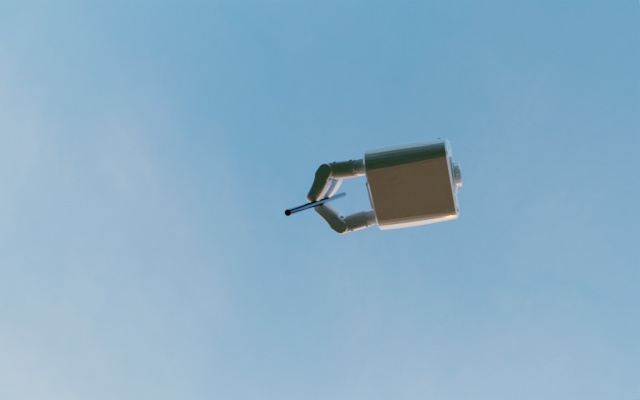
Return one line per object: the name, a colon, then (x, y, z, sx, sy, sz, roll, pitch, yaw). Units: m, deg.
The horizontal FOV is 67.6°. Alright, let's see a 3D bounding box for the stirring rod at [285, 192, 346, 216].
stirring rod: (0.000, 0.002, 0.670, 0.011, 0.011, 0.239, 0, 6, 19)
